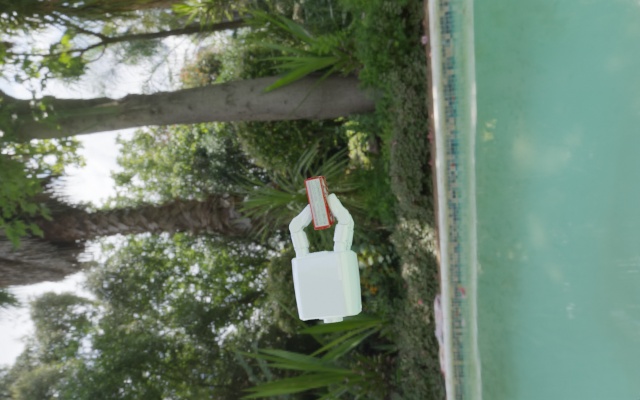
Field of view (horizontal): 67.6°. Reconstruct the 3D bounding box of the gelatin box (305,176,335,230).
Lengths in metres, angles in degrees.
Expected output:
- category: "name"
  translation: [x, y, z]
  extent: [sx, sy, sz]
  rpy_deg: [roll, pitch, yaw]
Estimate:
- category: "gelatin box"
  translation: [0.000, 0.002, 0.836]
  extent: [0.030, 0.089, 0.073]
  rpy_deg: [-12, 2, 8]
